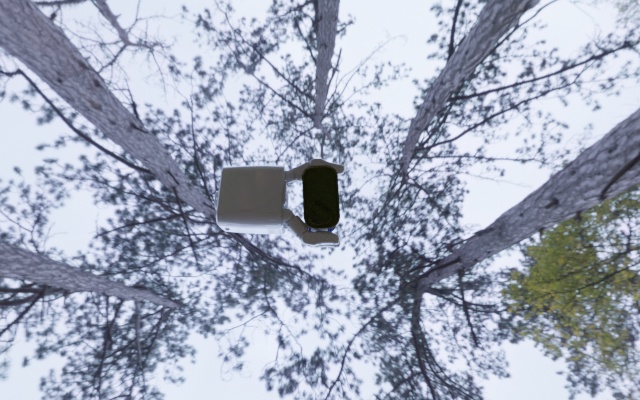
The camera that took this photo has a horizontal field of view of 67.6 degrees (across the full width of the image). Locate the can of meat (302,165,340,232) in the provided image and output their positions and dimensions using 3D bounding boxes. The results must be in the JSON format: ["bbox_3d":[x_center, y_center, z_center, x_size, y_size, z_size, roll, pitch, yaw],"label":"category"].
[{"bbox_3d":[0.000,0.003,0.786,0.057,0.102,0.084,-3,-12,-1],"label":"can of meat"}]
